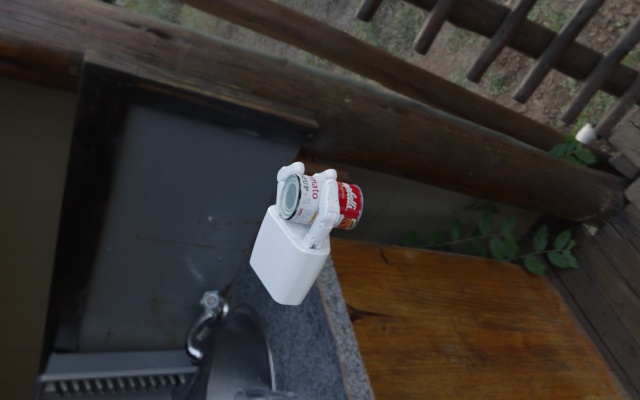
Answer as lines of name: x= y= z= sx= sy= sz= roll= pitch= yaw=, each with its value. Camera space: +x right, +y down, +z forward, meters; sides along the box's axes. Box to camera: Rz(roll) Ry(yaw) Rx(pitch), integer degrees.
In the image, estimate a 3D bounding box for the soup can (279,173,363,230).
soup can: x=0.000 y=0.002 z=0.685 sx=0.102 sy=0.068 sz=0.068 roll=10 pitch=-5 yaw=-26
